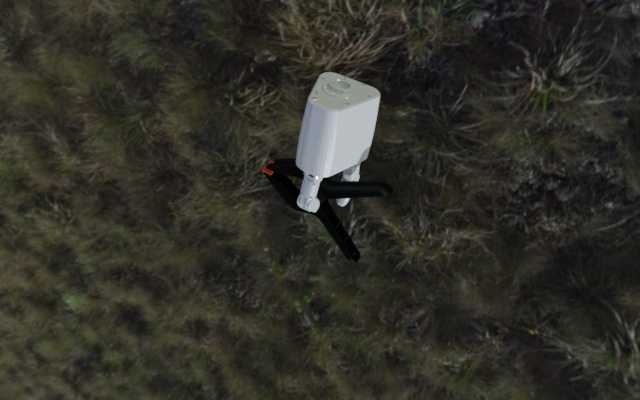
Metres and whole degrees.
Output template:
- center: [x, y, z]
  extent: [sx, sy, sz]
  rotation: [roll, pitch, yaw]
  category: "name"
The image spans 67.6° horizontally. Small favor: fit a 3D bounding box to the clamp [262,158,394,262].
- center: [-0.001, 0.002, 0.759]
  extent: [0.210, 0.165, 0.036]
  rotation: [25, 38, 16]
  category: "clamp"
